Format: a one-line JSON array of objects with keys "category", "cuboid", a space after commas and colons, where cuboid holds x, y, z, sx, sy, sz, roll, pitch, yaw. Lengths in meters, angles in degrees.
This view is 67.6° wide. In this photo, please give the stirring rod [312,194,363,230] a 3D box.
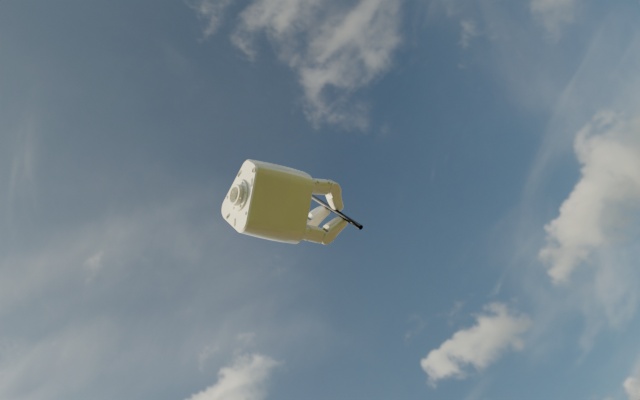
[{"category": "stirring rod", "cuboid": [0.000, 0.003, 0.854, 0.011, 0.011, 0.239, 0, 20, -35]}]
